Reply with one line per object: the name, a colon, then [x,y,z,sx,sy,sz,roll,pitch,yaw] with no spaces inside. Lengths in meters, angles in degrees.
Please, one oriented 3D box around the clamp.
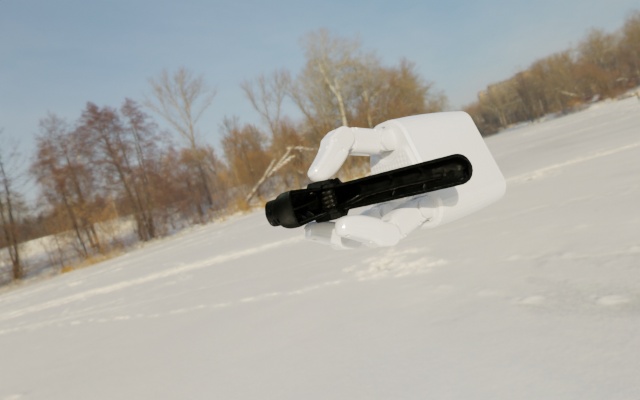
clamp: [0.000,0.001,0.414,0.164,0.036,0.210,-12,-1,-32]
